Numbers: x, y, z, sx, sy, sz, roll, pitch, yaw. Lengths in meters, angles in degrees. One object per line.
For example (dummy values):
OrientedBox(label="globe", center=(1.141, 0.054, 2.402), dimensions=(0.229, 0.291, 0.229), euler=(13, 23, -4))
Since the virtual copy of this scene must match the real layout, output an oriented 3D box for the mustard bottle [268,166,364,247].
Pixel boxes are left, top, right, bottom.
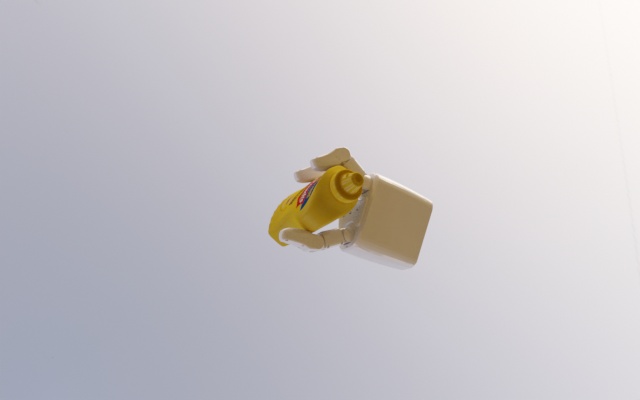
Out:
OrientedBox(label="mustard bottle", center=(0.000, 0.002, 0.643), dimensions=(0.096, 0.058, 0.192), euler=(-51, 11, -31))
